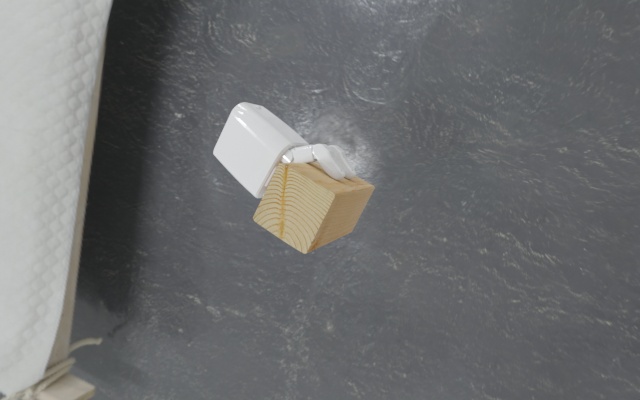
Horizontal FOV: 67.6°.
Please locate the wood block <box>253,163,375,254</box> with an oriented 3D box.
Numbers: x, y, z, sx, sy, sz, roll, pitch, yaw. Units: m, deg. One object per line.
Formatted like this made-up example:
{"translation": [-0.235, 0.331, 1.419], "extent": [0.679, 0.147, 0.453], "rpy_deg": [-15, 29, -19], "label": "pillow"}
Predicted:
{"translation": [0.000, 0.002, 0.707], "extent": [0.090, 0.091, 0.206], "rpy_deg": [31, 14, 16], "label": "wood block"}
